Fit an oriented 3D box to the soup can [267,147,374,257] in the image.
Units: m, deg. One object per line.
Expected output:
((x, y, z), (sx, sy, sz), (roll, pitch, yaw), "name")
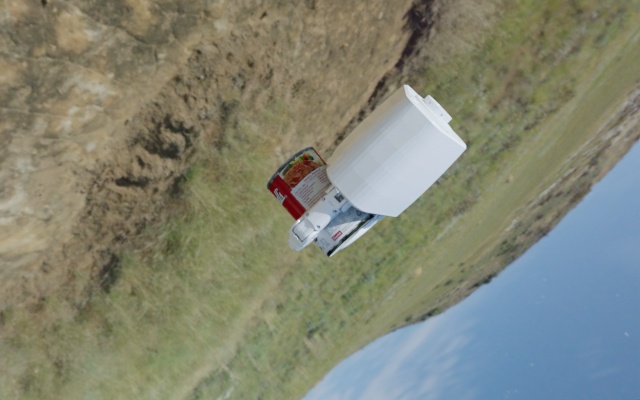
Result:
((0.000, 0.002, 0.517), (0.068, 0.102, 0.068), (-41, -8, -7), "soup can")
